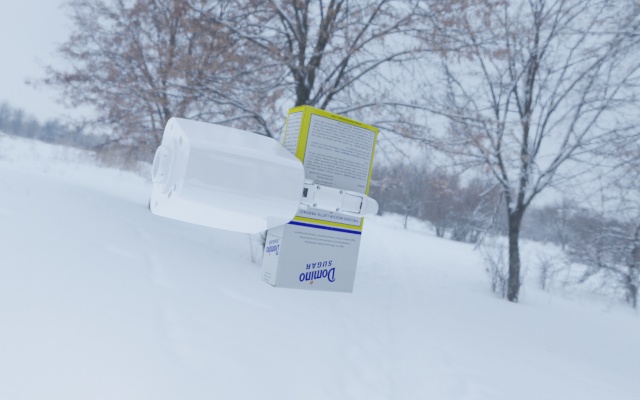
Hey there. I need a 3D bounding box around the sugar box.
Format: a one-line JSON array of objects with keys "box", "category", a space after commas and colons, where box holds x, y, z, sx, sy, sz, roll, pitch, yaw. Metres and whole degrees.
[{"box": [0.000, 0.001, 0.488, 0.093, 0.176, 0.048, 11, 0, -30], "category": "sugar box"}]
